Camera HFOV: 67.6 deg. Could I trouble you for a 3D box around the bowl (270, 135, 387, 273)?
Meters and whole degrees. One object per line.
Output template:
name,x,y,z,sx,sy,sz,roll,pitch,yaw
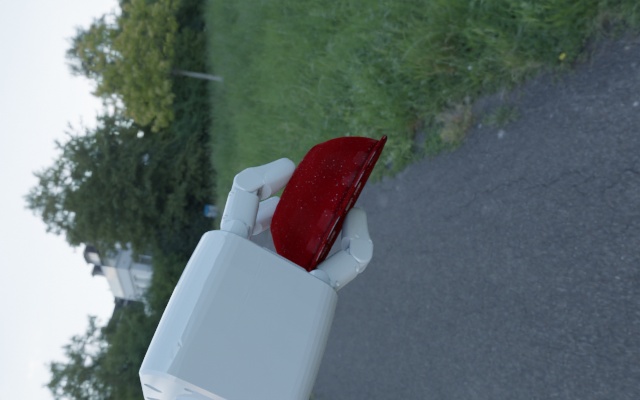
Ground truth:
bowl,0.000,0.001,0.438,0.055,0.162,0.162,28,3,6
